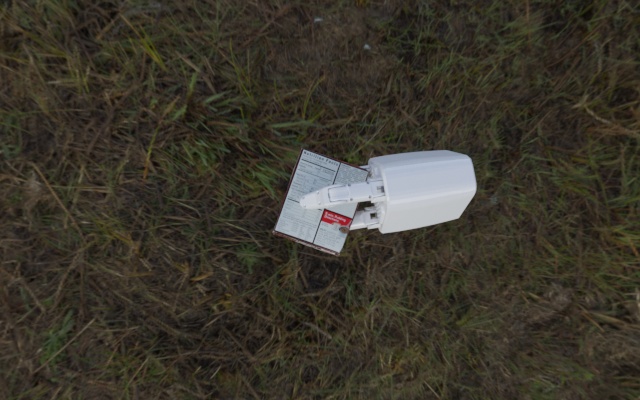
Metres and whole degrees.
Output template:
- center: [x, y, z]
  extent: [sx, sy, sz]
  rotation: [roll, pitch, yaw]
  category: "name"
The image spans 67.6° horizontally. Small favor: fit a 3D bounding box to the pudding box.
- center: [0.000, 0.002, 0.590]
  extent: [0.090, 0.113, 0.039]
  rotation: [20, -7, -1]
  category: "pudding box"
